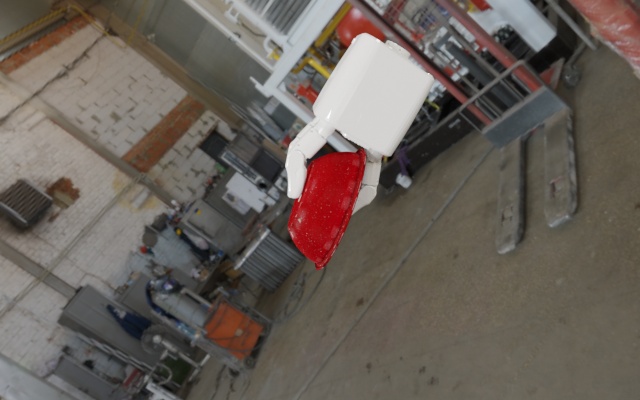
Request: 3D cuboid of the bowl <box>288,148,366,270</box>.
[{"bbox_3d":[-0.001,0.003,0.595,0.055,0.162,0.162,20,-3,-8],"label":"bowl"}]
